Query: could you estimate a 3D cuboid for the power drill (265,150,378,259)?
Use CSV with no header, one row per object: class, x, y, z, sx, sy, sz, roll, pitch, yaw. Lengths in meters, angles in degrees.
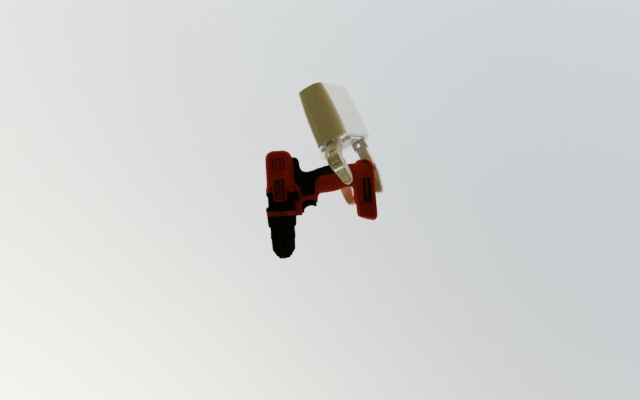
power drill,0.001,0.002,0.814,0.187,0.184,0.057,-4,4,-3
